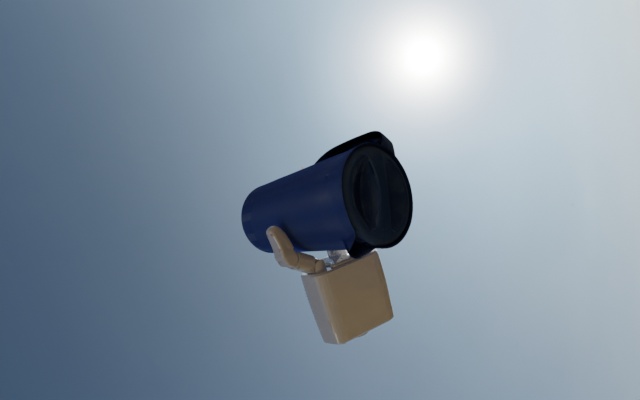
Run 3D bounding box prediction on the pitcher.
[{"bbox_3d":[0.000,0.002,0.673,0.149,0.145,0.243,-22,7,-43],"label":"pitcher"}]
